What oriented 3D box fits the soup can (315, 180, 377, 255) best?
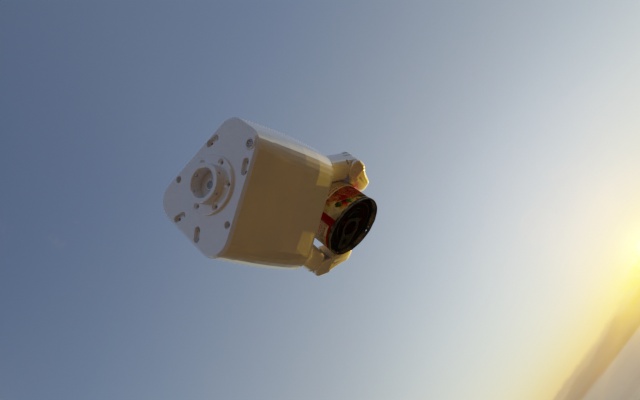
[{"bbox_3d":[0.000,0.002,0.509,0.102,0.068,0.068,37,22,33],"label":"soup can"}]
